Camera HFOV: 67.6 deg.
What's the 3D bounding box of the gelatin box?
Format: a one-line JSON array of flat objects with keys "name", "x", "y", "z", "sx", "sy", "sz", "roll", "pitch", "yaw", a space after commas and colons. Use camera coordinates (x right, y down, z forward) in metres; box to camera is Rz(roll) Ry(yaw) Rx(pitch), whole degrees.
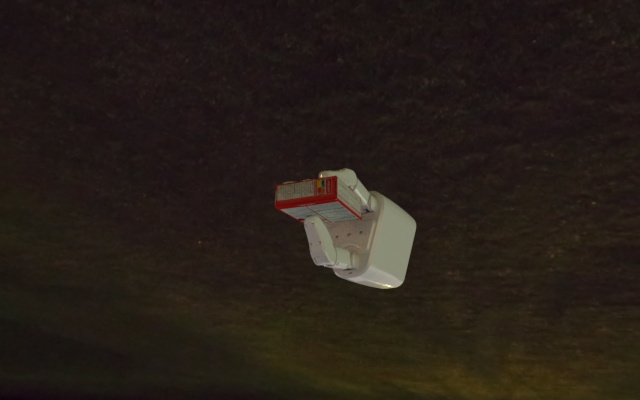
[{"name": "gelatin box", "x": 0.000, "y": 0.002, "z": 0.546, "sx": 0.073, "sy": 0.030, "sz": 0.089, "roll": -7, "pitch": -18, "yaw": 22}]
